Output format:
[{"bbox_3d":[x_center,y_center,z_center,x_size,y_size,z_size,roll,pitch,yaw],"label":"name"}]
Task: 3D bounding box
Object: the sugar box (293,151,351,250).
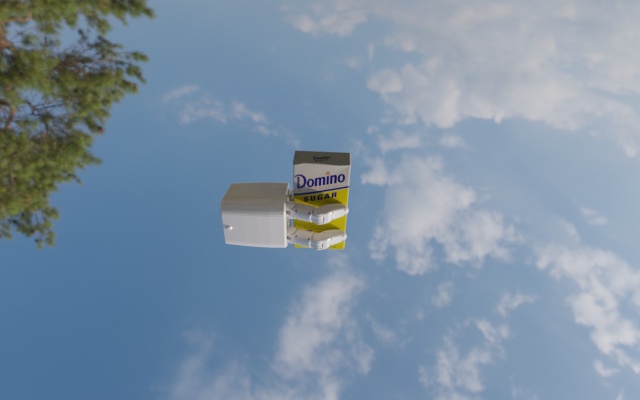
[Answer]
[{"bbox_3d":[0.000,0.003,0.807,0.093,0.176,0.048,2,38,1],"label":"sugar box"}]
